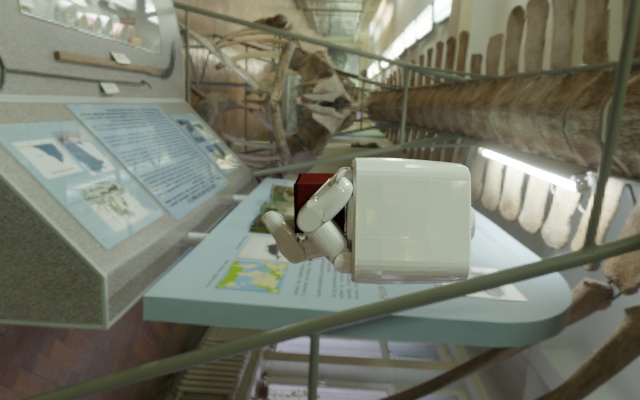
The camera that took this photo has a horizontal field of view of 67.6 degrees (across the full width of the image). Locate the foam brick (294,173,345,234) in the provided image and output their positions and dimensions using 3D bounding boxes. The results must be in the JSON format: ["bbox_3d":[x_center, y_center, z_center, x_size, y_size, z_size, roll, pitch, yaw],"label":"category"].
[{"bbox_3d":[0.000,0.002,0.510,0.051,0.053,0.078,0,12,1],"label":"foam brick"}]
